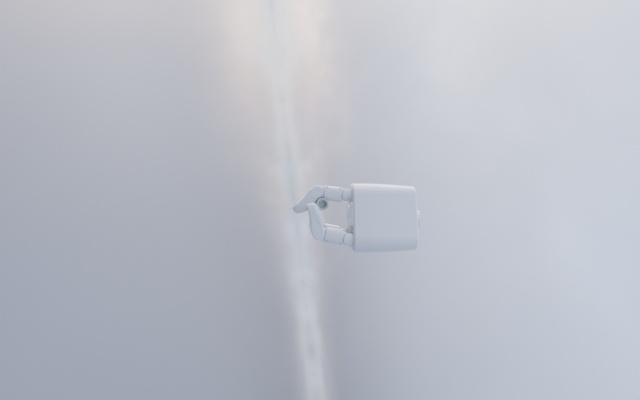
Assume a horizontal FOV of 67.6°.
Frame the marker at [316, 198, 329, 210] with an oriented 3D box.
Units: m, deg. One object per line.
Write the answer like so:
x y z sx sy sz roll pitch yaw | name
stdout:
0.000 0.003 0.817 0.020 0.020 0.121 0 3 -4 | marker
